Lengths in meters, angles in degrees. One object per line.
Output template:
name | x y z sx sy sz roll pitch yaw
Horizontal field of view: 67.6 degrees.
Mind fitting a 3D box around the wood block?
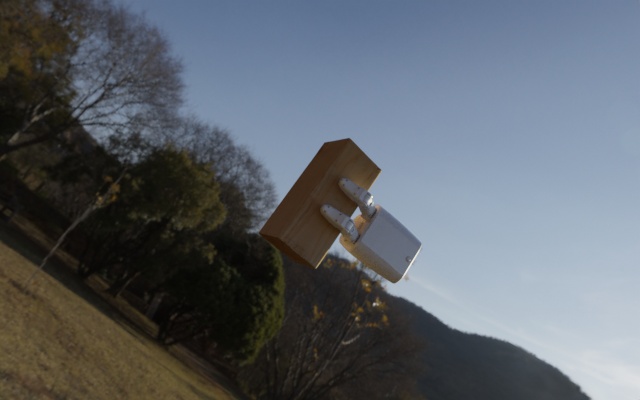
wood block | 0.000 0.003 0.819 0.090 0.206 0.091 42 -18 -22
